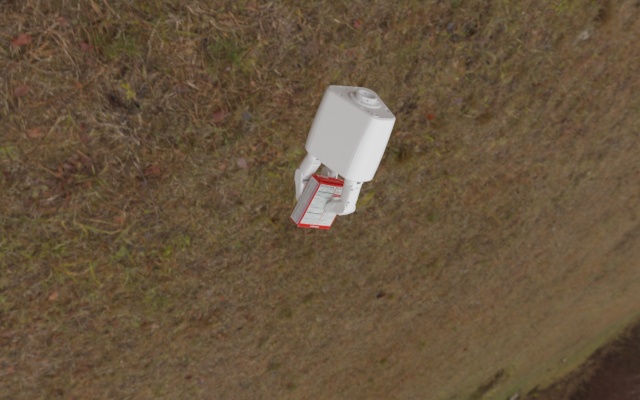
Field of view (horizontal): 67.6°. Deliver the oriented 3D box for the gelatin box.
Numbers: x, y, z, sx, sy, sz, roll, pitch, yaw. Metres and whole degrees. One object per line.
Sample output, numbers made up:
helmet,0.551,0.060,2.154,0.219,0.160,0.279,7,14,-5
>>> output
gelatin box,0.000,0.003,0.791,0.073,0.089,0.030,8,27,-44
